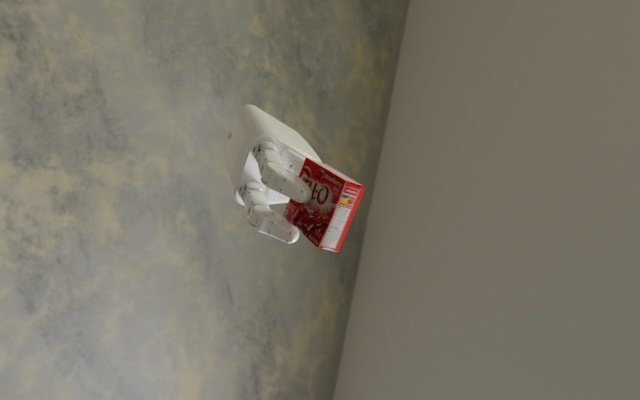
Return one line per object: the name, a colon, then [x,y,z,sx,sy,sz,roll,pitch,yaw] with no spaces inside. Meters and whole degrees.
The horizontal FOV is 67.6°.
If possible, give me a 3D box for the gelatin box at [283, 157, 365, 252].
gelatin box: [0.001,0.002,0.504,0.030,0.073,0.089,15,12,-34]
